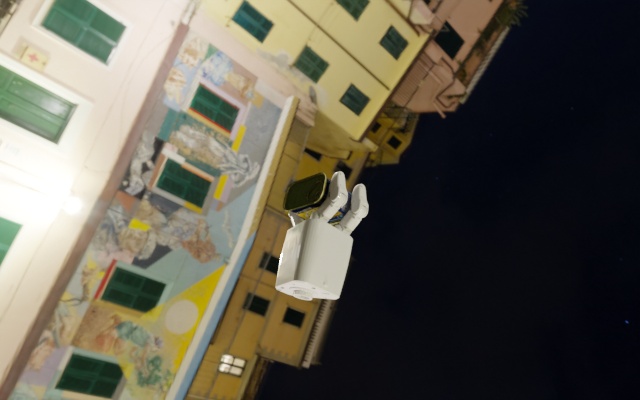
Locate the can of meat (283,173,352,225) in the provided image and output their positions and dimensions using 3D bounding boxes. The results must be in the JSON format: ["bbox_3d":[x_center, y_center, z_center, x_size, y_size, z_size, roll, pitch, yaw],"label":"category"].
[{"bbox_3d":[0.000,0.003,0.830,0.084,0.057,0.102,31,-32,-35],"label":"can of meat"}]
